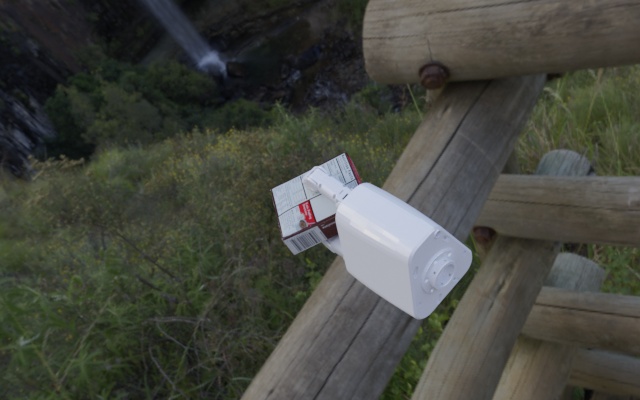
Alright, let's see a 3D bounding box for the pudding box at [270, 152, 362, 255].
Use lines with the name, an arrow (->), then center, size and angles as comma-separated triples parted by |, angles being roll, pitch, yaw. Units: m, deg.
pudding box -> 0.000, 0.002, 0.586 | 0.113, 0.090, 0.039 | -25, -44, 8
